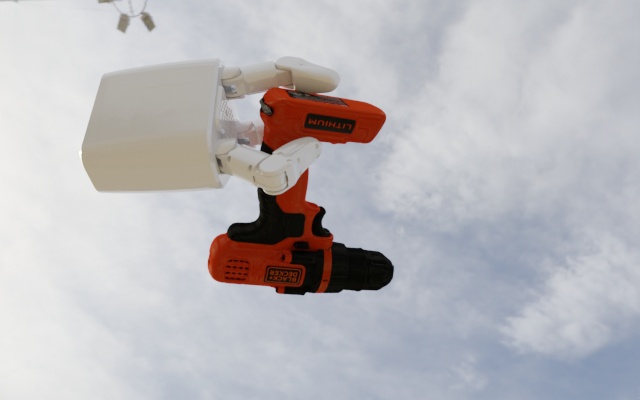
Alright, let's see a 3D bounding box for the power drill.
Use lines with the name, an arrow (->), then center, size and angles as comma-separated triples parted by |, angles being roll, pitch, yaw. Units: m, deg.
power drill -> 0.000, 0.001, 0.437 | 0.184, 0.188, 0.057 | 6, 20, -18
